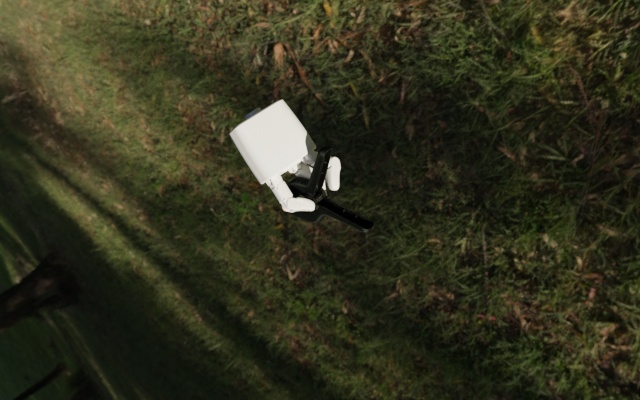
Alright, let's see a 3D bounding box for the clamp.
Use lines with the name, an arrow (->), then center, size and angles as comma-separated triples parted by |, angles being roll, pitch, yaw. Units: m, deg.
clamp -> -0.001, 0.003, 0.871 | 0.036, 0.164, 0.210 | -37, 7, -35
